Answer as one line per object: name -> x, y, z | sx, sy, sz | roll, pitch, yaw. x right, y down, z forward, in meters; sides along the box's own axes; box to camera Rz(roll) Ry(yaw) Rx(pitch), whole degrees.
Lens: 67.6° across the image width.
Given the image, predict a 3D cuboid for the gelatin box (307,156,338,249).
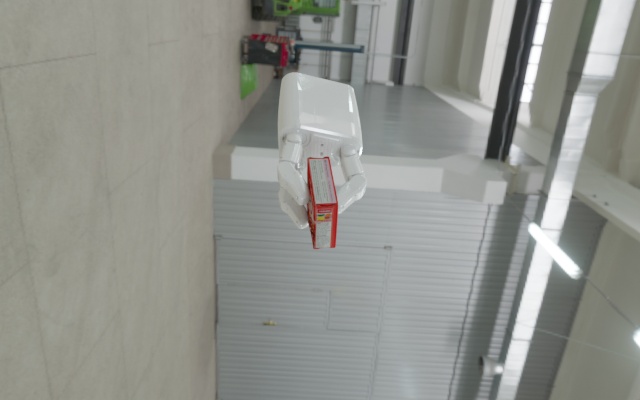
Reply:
gelatin box -> 0.001, 0.002, 0.574 | 0.030, 0.073, 0.089 | -3, 43, -6
